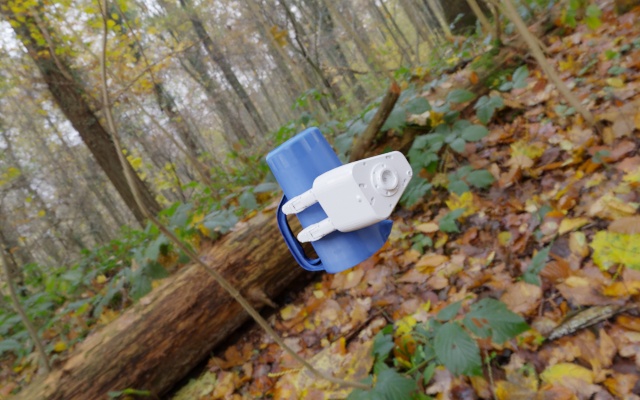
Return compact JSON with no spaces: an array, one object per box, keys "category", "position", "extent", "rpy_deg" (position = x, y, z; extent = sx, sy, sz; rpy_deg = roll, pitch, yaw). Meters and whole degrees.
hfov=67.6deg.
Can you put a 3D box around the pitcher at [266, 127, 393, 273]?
[{"category":"pitcher","position":[0.000,0.003,0.850],"extent":[0.149,0.243,0.145],"rpy_deg":[-35,7,-29]}]
